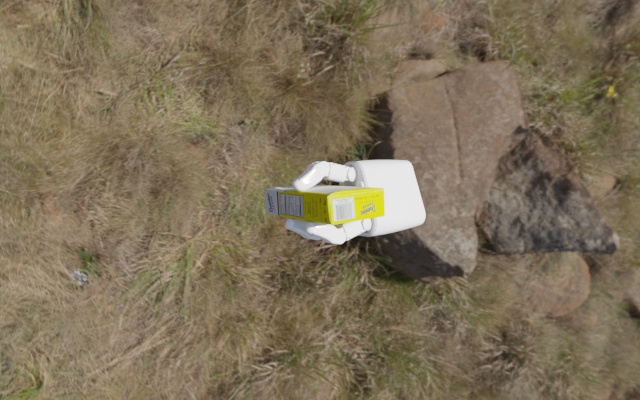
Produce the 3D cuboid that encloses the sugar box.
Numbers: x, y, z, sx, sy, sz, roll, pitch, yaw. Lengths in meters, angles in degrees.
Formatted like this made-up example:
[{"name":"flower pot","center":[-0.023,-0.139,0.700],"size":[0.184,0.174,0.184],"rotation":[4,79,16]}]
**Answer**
[{"name":"sugar box","center":[0.000,0.003,0.690],"size":[0.093,0.048,0.176],"rotation":[-7,5,-33]}]
